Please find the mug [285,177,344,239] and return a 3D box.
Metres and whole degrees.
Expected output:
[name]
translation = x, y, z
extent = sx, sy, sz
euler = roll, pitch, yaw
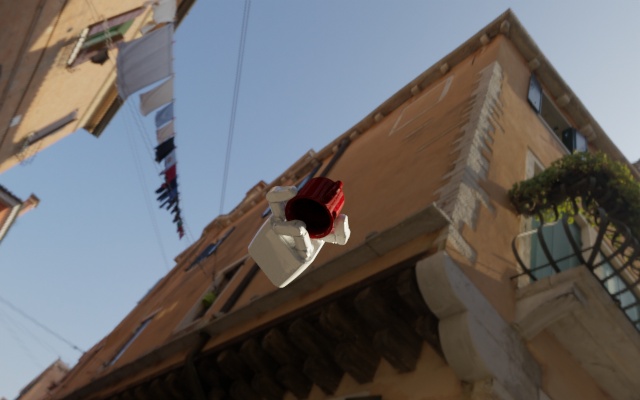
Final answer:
[mug]
translation = 0.001, 0.002, 0.863
extent = 0.117, 0.093, 0.081
euler = -46, 6, 40
